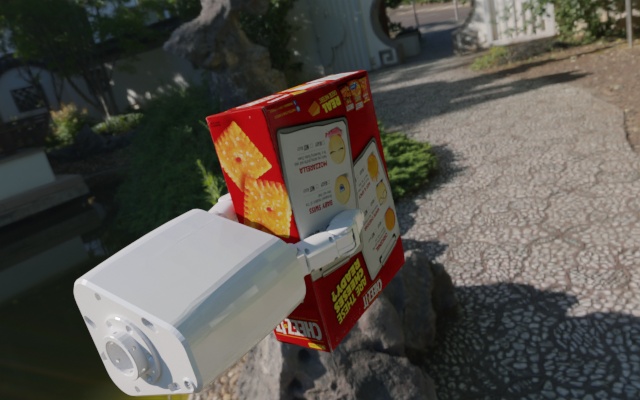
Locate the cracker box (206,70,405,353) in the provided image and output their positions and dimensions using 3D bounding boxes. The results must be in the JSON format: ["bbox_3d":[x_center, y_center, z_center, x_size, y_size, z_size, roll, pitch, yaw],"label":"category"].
[{"bbox_3d":[0.000,0.001,0.449,0.072,0.214,0.164,-1,22,35],"label":"cracker box"}]
